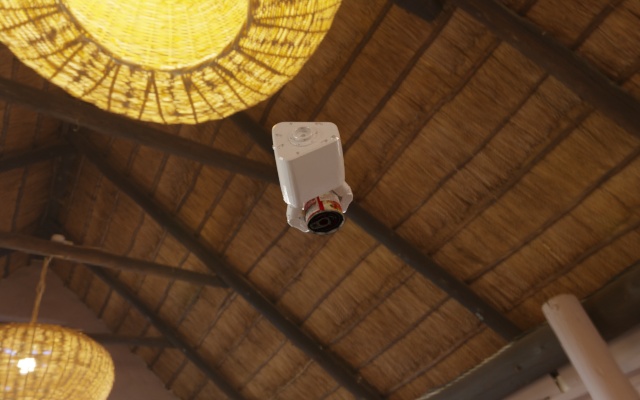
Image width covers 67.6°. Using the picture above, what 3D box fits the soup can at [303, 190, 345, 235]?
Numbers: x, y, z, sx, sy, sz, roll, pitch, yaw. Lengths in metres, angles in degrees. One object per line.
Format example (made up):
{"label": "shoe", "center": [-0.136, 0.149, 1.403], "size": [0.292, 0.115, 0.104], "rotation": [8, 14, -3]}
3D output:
{"label": "soup can", "center": [0.000, 0.003, 0.872], "size": [0.068, 0.102, 0.069], "rotation": [-8, -41, -7]}
